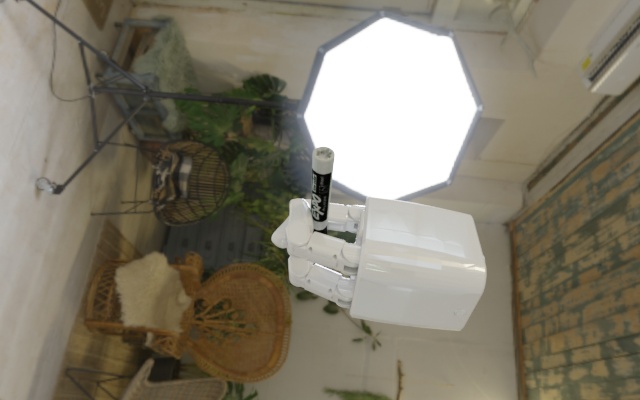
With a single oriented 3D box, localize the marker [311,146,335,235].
[{"bbox_3d":[0.000,0.001,0.436,0.020,0.020,0.121,0,-42,-4],"label":"marker"}]
